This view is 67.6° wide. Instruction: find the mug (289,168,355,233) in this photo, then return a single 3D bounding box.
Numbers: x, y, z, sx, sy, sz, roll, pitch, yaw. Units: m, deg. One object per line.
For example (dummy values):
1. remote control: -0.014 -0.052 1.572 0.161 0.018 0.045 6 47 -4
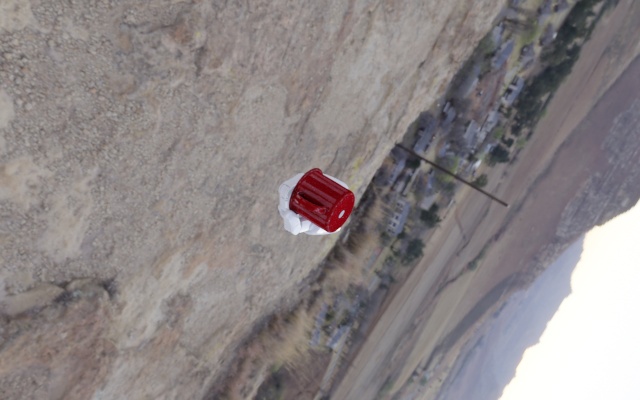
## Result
1. mug: 0.000 0.003 0.811 0.081 0.093 0.117 31 13 24
